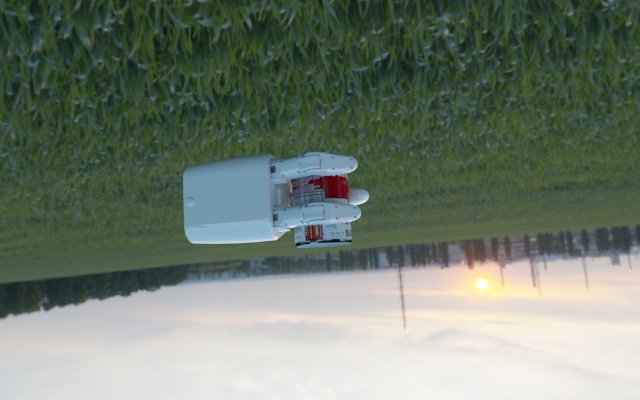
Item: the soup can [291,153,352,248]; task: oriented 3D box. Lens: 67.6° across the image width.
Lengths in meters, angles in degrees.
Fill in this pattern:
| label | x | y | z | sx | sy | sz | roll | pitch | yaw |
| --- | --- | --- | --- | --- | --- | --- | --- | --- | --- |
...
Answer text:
| label | x | y | z | sx | sy | sz | roll | pitch | yaw |
| --- | --- | --- | --- | --- | --- | --- | --- | --- | --- |
| soup can | 0.001 | 0.002 | 0.561 | 0.068 | 0.102 | 0.068 | -4 | -9 | -1 |
